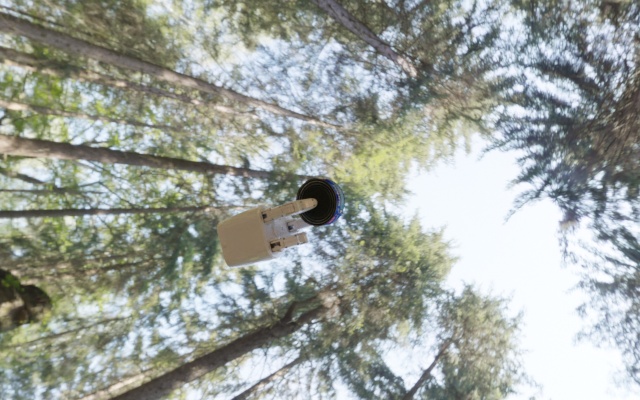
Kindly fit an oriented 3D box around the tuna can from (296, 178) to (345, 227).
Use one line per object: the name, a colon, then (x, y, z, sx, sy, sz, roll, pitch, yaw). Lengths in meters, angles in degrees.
tuna can: (0.000, 0.003, 0.857, 0.086, 0.086, 0.034, 0, 2, 32)
